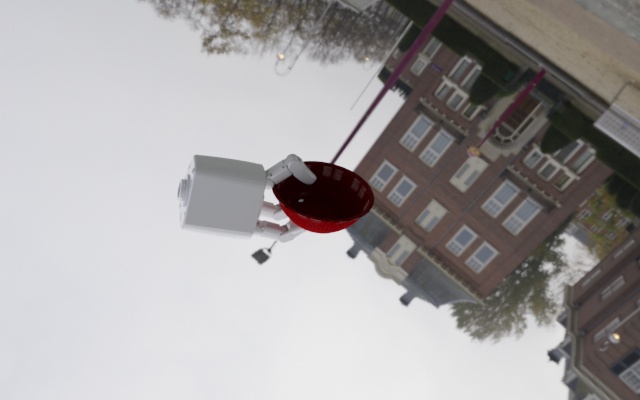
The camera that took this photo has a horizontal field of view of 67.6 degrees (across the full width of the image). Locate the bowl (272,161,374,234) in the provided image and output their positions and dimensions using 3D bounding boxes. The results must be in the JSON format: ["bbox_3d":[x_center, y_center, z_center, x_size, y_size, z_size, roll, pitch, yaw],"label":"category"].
[{"bbox_3d":[0.001,0.003,0.752,0.162,0.055,0.162,7,36,-5],"label":"bowl"}]
